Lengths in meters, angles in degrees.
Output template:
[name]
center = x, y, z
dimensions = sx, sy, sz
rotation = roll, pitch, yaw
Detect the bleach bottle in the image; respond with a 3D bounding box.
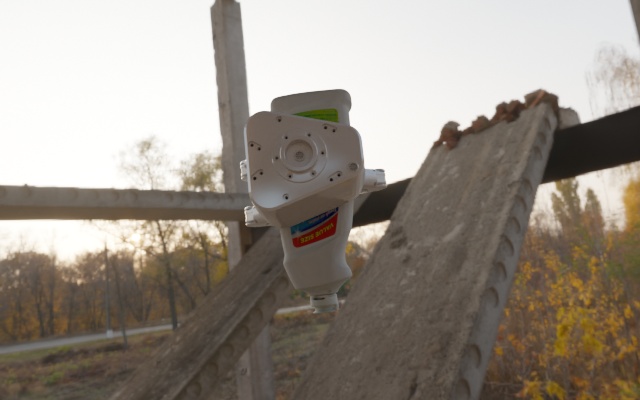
[bleach bottle]
center = 0.000, 0.002, 0.558
dimensions = 0.102, 0.250, 0.068
rotation = -7, -9, 1
